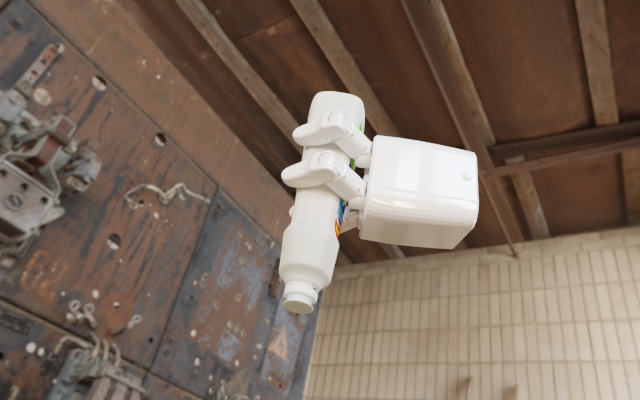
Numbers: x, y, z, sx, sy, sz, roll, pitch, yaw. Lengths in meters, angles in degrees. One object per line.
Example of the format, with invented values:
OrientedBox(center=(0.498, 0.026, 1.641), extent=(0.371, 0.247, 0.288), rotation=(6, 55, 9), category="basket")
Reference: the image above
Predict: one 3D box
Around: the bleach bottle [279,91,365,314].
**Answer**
OrientedBox(center=(0.000, 0.002, 0.509), extent=(0.068, 0.250, 0.103), rotation=(8, -36, 5), category="bleach bottle")
